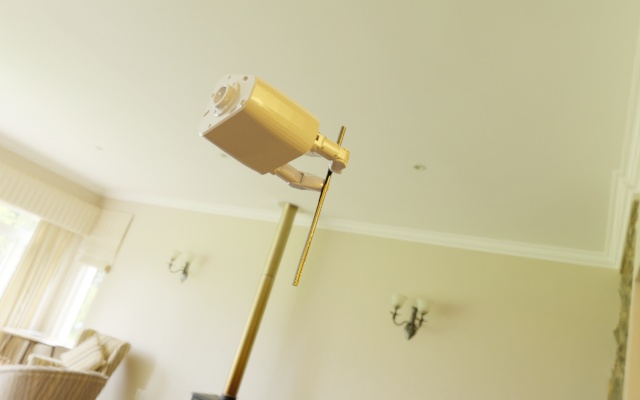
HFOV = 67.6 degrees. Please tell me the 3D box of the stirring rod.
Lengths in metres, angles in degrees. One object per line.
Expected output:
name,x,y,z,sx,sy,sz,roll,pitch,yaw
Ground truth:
stirring rod,0.000,0.002,0.663,0.011,0.239,0.011,16,-18,5
